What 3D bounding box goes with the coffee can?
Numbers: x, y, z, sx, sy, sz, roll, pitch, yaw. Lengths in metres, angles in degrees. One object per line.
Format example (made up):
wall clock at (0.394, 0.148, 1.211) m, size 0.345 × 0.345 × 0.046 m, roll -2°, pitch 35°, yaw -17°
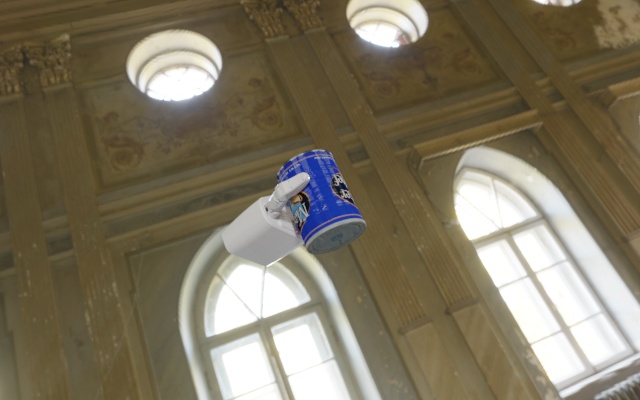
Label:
coffee can at (0.000, 0.003, 0.780) m, size 0.103 × 0.140 × 0.103 m, roll -20°, pitch -24°, yaw -9°
